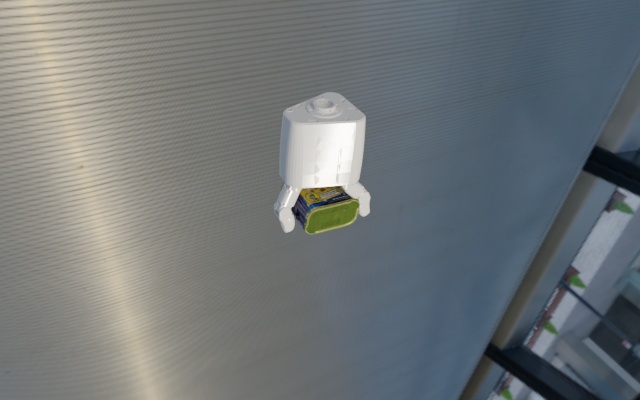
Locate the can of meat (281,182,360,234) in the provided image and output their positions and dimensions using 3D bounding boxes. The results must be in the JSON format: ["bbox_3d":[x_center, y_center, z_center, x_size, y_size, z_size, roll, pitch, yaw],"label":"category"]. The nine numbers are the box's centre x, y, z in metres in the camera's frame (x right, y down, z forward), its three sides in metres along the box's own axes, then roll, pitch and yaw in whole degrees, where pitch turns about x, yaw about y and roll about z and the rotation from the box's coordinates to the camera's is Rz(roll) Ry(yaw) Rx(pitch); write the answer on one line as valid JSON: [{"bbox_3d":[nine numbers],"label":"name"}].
[{"bbox_3d":[0.000,0.003,0.758,0.102,0.057,0.084,-13,42,-27],"label":"can of meat"}]
